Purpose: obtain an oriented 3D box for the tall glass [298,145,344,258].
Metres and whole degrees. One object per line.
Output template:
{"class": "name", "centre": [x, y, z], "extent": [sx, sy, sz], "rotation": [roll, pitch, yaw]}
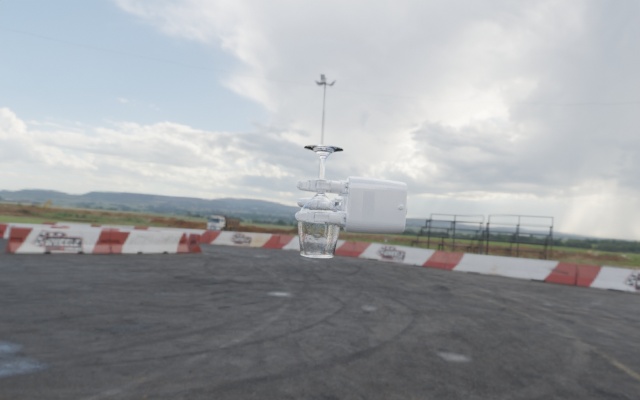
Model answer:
{"class": "tall glass", "centre": [0.000, 0.002, 0.876], "extent": [0.079, 0.201, 0.079], "rotation": [4, -2, 0]}
